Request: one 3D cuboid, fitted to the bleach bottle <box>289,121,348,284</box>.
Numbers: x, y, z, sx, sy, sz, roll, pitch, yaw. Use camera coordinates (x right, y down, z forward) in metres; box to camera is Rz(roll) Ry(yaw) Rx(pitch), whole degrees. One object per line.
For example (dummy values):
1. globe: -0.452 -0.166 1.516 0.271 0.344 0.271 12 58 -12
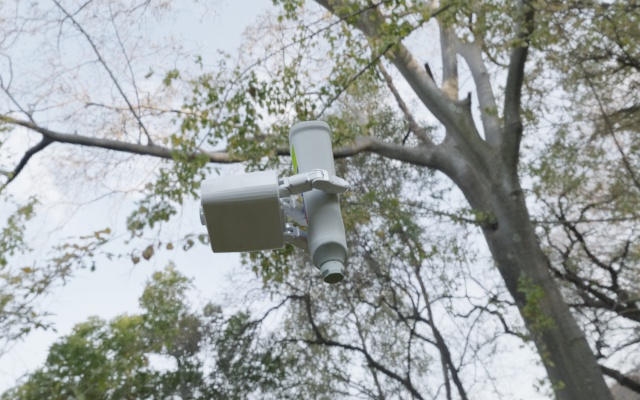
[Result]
1. bleach bottle: 0.000 0.002 0.709 0.068 0.250 0.103 -7 -38 -4
